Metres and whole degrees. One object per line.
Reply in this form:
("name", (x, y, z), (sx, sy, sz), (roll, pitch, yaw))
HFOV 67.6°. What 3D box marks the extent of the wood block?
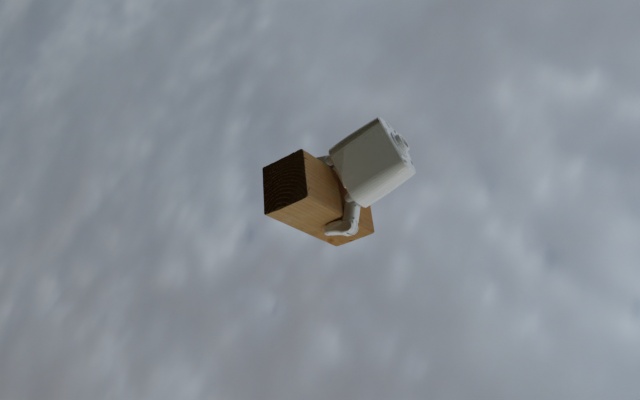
("wood block", (0.001, 0.003, 0.835), (0.090, 0.090, 0.206), (-22, -31, 29))
